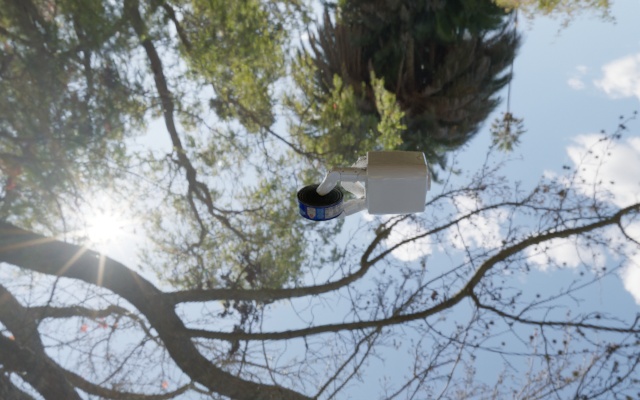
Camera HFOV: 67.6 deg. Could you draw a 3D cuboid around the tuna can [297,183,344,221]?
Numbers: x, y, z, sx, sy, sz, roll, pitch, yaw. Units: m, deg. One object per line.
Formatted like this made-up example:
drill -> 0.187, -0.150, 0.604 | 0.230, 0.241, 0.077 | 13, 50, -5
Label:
tuna can -> 0.000, 0.003, 0.877 | 0.086, 0.034, 0.086 | -1, 30, 1
